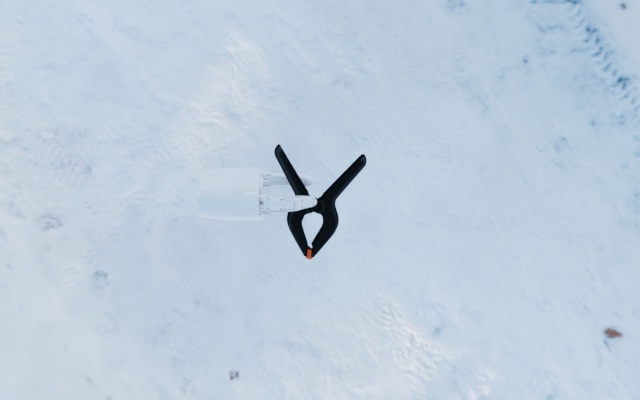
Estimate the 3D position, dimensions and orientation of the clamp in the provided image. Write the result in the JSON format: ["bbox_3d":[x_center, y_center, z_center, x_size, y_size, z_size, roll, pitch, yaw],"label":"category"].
[{"bbox_3d":[0.000,0.004,0.865,0.164,0.210,0.036,0,12,-3],"label":"clamp"}]
